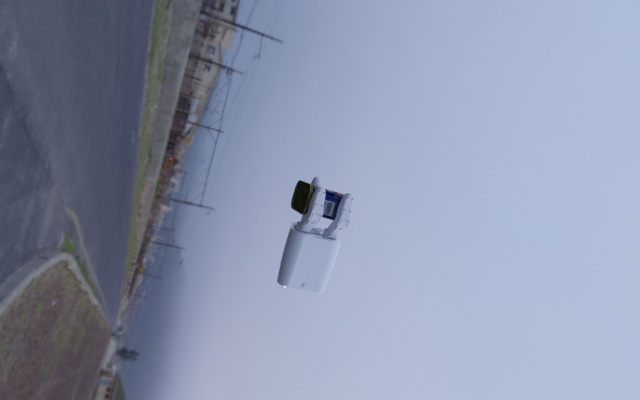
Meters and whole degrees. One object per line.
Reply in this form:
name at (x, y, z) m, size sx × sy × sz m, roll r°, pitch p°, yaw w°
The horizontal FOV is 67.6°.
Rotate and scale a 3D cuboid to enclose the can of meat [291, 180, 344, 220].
can of meat at (0.000, 0.003, 0.893) m, size 0.084 × 0.057 × 0.102 m, roll 15°, pitch 3°, yaw -19°
